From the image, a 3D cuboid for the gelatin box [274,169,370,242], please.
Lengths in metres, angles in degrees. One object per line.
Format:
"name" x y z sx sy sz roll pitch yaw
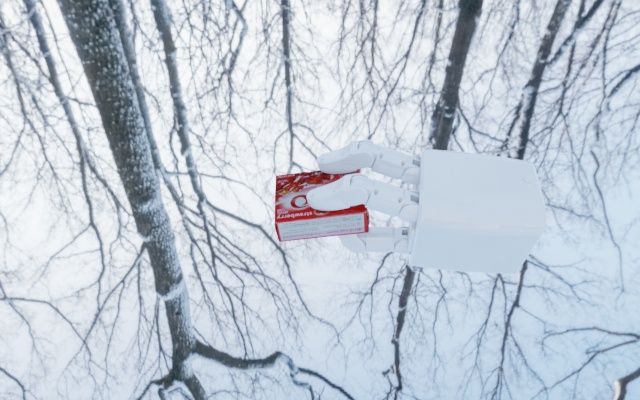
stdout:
"gelatin box" 0.000 0.002 0.472 0.089 0.030 0.073 -7 40 2
